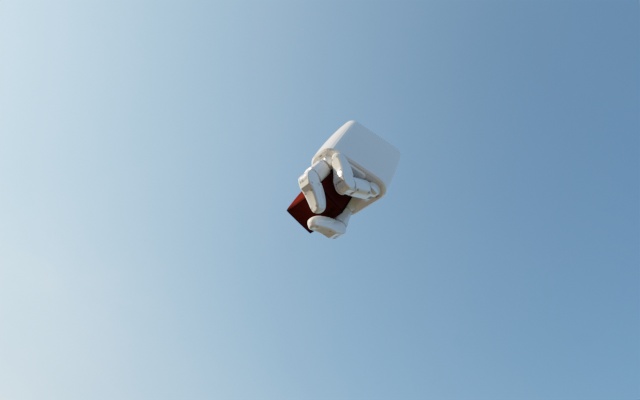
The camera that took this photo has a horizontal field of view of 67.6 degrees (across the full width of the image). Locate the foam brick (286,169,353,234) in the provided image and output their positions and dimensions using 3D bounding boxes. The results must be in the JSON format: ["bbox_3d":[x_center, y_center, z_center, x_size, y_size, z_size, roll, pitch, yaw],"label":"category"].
[{"bbox_3d":[0.000,0.002,0.702,0.078,0.053,0.051,-34,14,40],"label":"foam brick"}]
